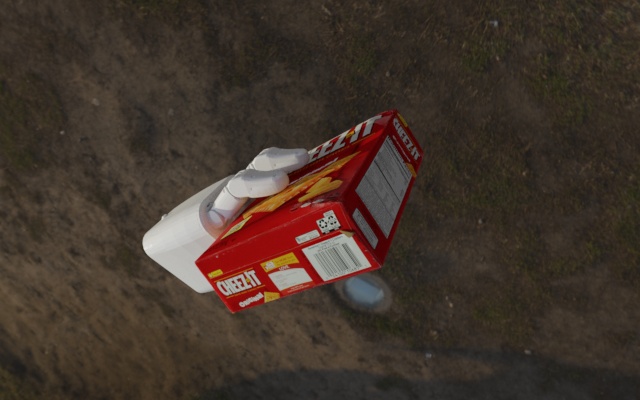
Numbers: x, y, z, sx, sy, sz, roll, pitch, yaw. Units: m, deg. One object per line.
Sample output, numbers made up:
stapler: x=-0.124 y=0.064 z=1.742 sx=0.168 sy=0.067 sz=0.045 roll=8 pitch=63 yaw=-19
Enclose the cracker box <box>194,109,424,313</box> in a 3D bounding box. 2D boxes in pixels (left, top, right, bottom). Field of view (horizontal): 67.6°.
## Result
cracker box: x=0.000 y=0.002 z=0.473 sx=0.164 sy=0.072 sz=0.213 roll=-23 pitch=18 yaw=31
